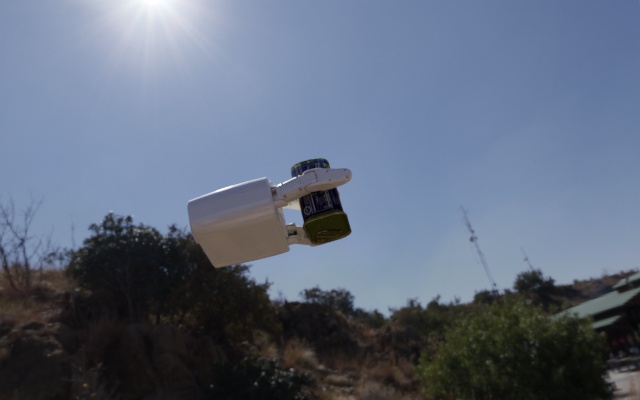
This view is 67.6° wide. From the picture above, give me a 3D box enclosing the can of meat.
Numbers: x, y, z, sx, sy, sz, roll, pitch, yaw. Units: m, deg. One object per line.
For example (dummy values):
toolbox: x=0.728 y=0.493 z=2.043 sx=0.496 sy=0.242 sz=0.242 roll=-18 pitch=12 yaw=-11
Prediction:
can of meat: x=0.000 y=0.002 z=0.634 sx=0.057 sy=0.084 sz=0.102 roll=-17 pitch=-23 yaw=2
